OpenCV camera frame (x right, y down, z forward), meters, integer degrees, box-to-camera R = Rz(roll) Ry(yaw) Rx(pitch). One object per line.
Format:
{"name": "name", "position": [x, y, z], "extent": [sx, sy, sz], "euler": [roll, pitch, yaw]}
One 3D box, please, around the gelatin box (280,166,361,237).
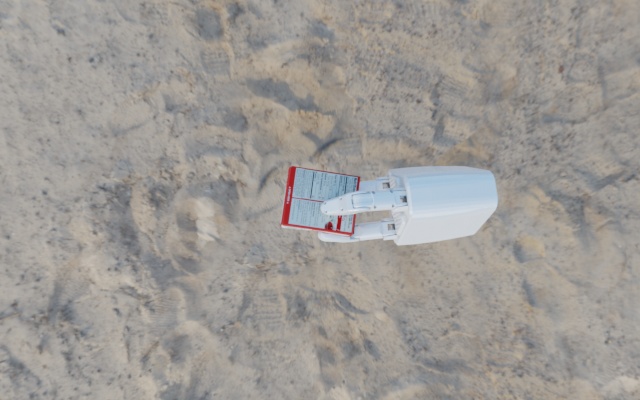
{"name": "gelatin box", "position": [0.000, 0.002, 0.578], "extent": [0.089, 0.073, 0.030], "euler": [8, -9, -7]}
